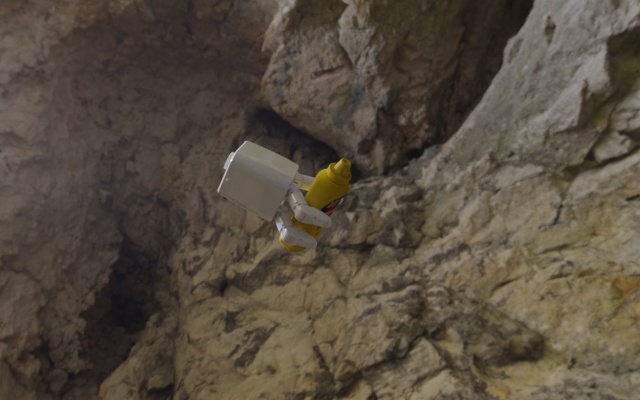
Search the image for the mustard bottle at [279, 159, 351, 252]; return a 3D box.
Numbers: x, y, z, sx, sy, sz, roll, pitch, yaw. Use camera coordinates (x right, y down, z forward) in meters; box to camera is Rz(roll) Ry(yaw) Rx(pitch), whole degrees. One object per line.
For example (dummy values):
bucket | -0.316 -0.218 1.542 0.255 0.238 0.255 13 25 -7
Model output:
mustard bottle | 0.000 0.003 0.824 0.058 0.192 0.096 42 37 14
